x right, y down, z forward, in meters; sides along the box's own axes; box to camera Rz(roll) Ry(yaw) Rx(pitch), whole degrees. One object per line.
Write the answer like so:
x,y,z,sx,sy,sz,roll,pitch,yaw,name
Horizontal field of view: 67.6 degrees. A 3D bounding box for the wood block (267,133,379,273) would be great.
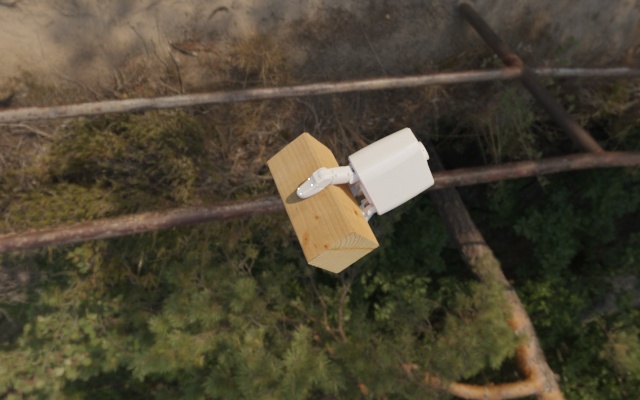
0.000,0.002,0.785,0.090,0.206,0.091,-36,-33,17,wood block
